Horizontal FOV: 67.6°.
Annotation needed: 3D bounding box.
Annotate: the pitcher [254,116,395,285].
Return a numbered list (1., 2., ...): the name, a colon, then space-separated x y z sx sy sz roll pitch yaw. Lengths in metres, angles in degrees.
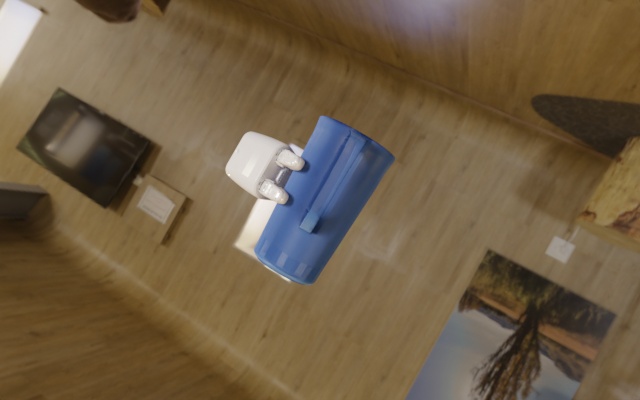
1. pitcher: 0.000 0.002 0.727 0.145 0.243 0.149 30 0 43
